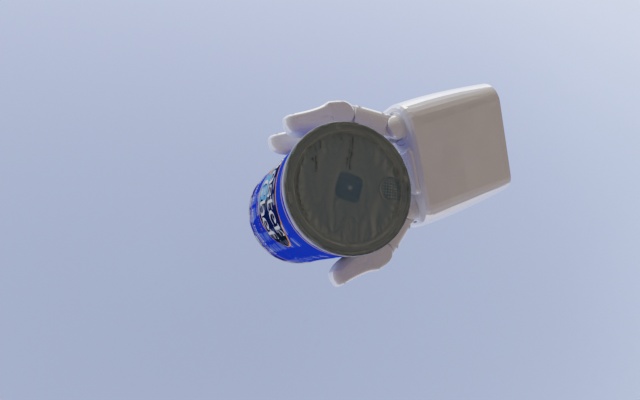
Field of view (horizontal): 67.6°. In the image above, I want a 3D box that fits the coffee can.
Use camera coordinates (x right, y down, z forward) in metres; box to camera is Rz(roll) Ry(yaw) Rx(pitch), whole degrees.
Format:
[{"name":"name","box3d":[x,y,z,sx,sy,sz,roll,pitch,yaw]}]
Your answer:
[{"name":"coffee can","box3d":[0.000,0.001,0.418,0.103,0.103,0.140,0,-9,-19]}]
